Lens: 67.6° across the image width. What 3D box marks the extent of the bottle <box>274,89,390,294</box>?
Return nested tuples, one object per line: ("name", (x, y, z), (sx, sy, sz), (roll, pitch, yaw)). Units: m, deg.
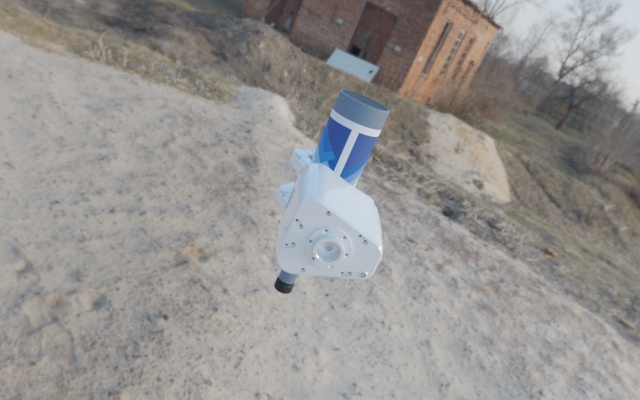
("bottle", (0.000, 0.002, 0.642), (0.069, 0.296, 0.069), (20, 21, -8))
